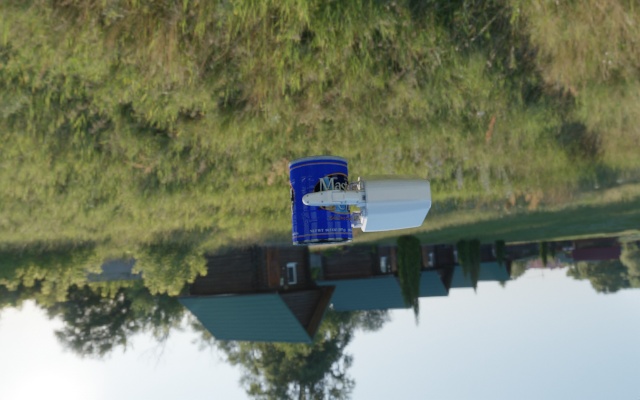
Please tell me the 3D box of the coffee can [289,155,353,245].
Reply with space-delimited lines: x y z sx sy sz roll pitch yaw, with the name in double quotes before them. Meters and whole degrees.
"coffee can" 0.000 0.003 0.817 0.103 0.140 0.103 -3 -8 0
